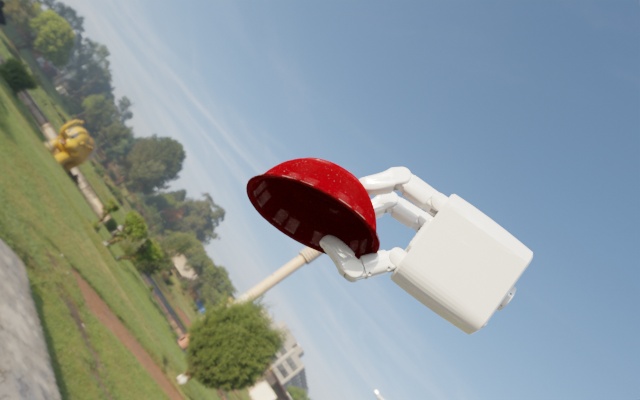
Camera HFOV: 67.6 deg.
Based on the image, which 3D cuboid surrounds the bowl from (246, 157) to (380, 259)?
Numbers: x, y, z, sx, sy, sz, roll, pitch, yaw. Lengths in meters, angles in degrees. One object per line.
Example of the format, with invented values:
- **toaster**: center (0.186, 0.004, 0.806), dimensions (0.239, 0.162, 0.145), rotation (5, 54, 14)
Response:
- **bowl**: center (-0.001, 0.001, 0.535), dimensions (0.162, 0.055, 0.162), rotation (22, -26, 11)
